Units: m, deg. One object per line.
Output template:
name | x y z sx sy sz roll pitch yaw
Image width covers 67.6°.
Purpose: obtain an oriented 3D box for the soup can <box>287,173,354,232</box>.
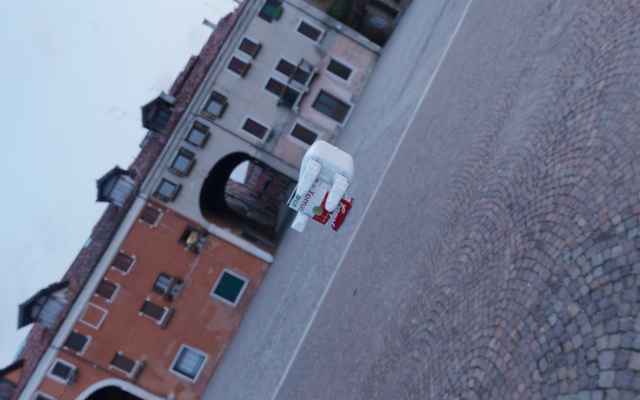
soup can | 0.000 0.003 0.849 0.102 0.068 0.068 28 -3 -5
